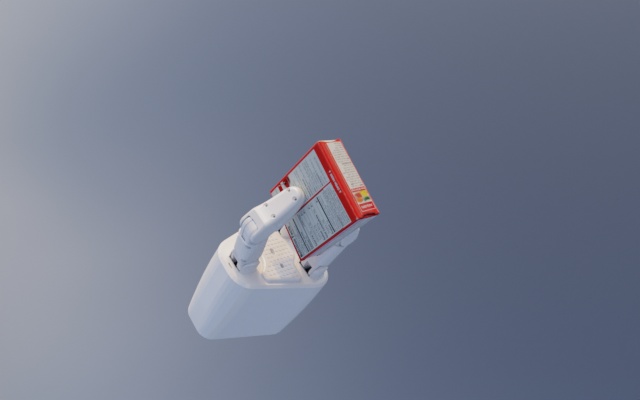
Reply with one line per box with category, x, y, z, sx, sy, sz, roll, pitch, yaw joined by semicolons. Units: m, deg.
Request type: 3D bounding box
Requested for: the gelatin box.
gelatin box;0.000;0.001;0.413;0.030;0.073;0.089;-13;-20;-42
